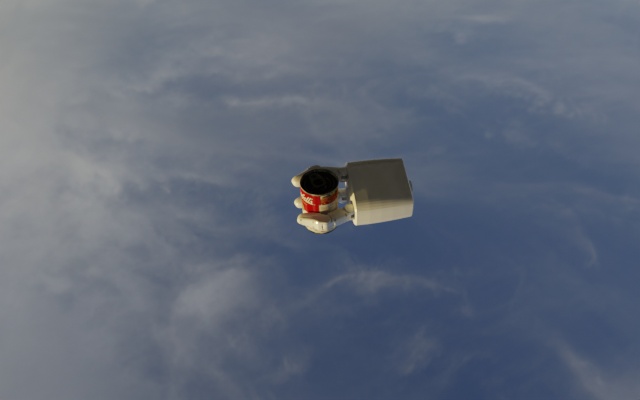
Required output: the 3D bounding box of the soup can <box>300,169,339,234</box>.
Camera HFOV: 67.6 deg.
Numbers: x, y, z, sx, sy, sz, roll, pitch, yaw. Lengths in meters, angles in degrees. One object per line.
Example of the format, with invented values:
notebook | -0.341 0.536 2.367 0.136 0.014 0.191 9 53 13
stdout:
soup can | 0.000 0.003 0.859 0.068 0.068 0.102 -2 -45 2
